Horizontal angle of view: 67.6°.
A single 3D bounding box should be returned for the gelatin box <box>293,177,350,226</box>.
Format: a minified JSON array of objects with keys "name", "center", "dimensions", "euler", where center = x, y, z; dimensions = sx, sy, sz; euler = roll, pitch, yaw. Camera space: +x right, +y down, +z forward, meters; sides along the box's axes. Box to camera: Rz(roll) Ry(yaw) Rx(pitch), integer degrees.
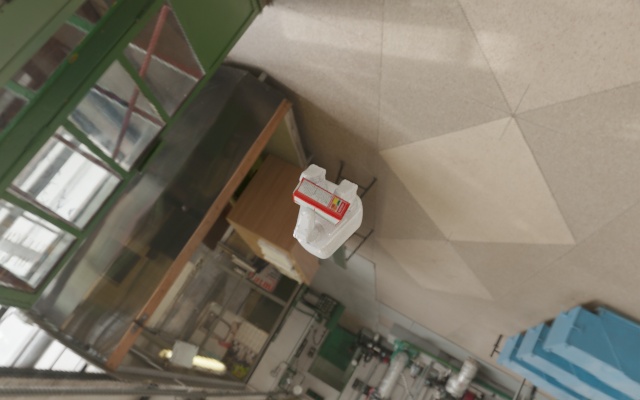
[{"name":"gelatin box","center":[0.000,0.003,0.665],"dimensions":[0.073,0.030,0.089],"euler":[30,-7,1]}]
